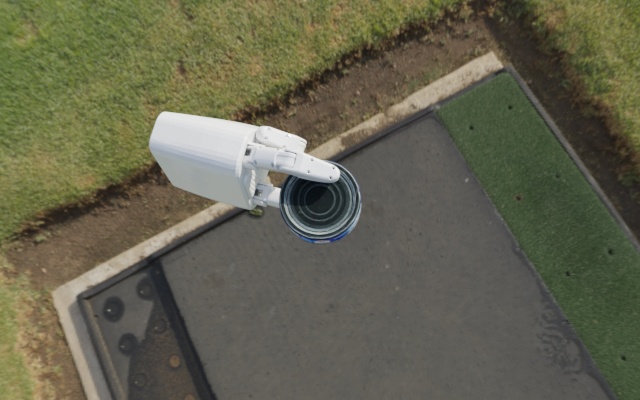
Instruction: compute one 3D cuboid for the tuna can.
[{"bbox_3d":[0.000,0.002,0.499,0.086,0.086,0.034,0,-12,4],"label":"tuna can"}]
